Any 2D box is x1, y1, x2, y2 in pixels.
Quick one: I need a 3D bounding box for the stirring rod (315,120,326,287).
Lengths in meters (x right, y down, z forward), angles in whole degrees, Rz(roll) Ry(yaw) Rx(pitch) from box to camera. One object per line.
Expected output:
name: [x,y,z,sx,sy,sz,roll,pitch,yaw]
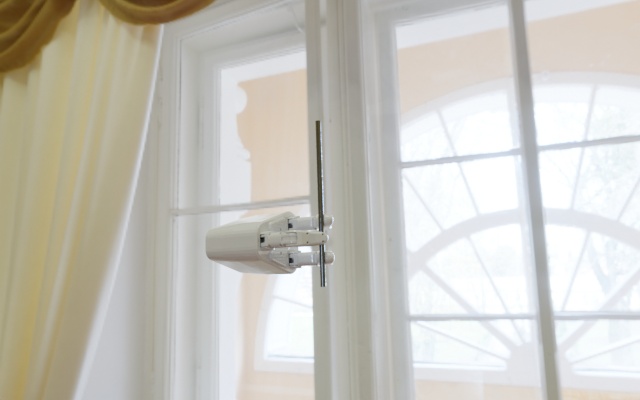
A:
stirring rod: [0.000,0.002,0.687,0.011,0.239,0.011,-2,-8,0]
